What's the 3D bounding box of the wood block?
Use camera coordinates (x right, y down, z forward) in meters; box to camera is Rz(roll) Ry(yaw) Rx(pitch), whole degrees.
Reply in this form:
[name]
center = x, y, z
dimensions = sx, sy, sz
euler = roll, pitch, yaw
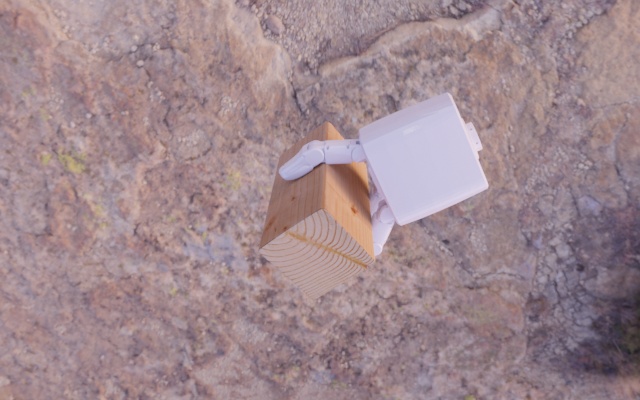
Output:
[wood block]
center = 0.000, 0.002, 0.576
dimensions = 0.090, 0.091, 0.206
euler = -34, 25, 22
